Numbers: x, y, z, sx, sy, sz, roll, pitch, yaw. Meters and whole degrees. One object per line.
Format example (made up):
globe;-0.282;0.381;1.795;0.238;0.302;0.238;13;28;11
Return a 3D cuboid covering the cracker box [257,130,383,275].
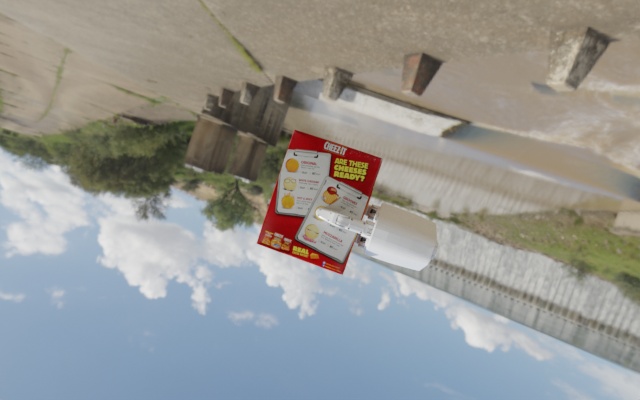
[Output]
cracker box;0.000;0.003;0.854;0.164;0.214;0.072;19;3;6
